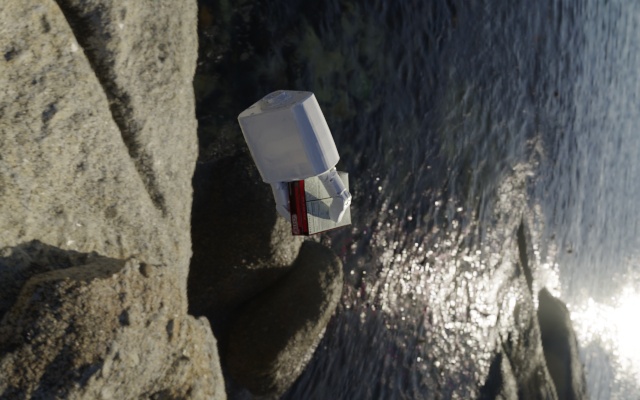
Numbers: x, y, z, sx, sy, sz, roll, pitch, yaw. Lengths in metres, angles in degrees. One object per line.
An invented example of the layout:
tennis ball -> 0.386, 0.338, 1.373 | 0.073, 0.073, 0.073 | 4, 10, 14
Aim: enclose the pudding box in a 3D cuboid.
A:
pudding box -> 0.000, 0.002, 0.737 | 0.039, 0.090, 0.113 | 1, 7, 41
